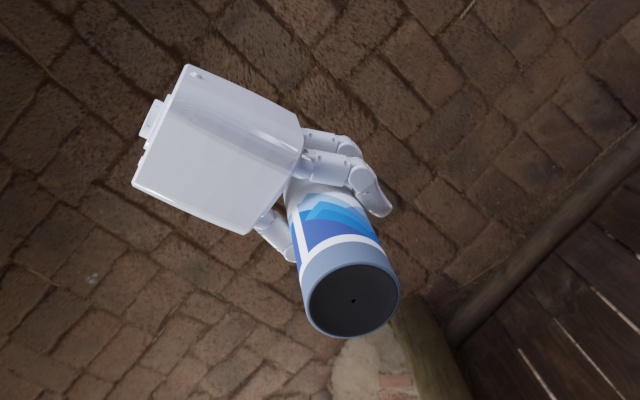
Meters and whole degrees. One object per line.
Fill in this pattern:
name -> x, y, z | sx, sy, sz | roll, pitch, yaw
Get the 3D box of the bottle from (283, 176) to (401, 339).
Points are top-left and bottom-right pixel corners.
bottle -> 0.000, 0.002, 0.451 | 0.069, 0.069, 0.295 | 0, 27, -10
